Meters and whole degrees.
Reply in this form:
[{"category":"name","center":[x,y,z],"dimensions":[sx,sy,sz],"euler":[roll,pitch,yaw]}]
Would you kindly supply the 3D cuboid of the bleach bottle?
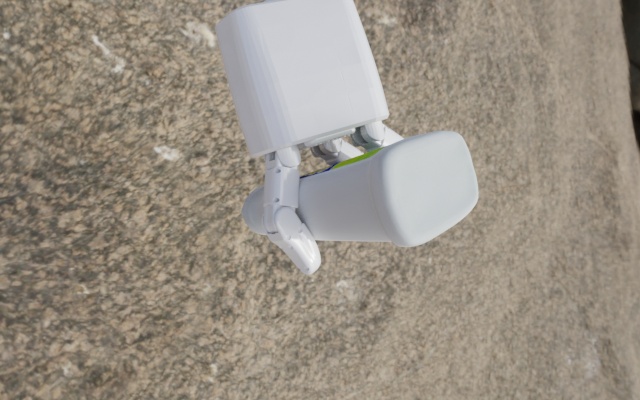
[{"category":"bleach bottle","center":[0.000,0.001,0.412],"dimensions":[0.102,0.068,0.251],"euler":[-22,8,-39]}]
